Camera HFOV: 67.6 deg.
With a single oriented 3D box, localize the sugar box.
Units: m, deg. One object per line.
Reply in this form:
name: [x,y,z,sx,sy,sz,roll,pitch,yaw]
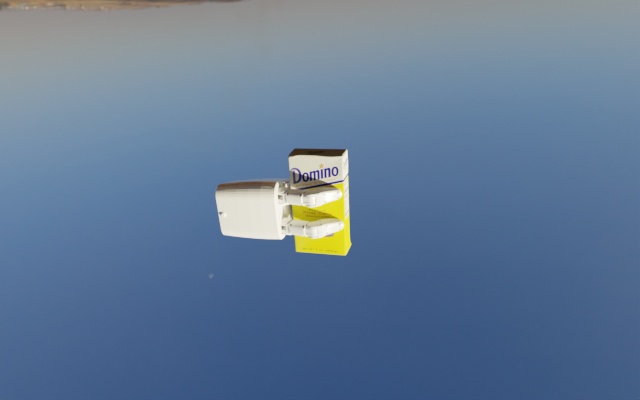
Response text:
sugar box: [0.000,0.003,0.799,0.093,0.176,0.048,2,25,15]
